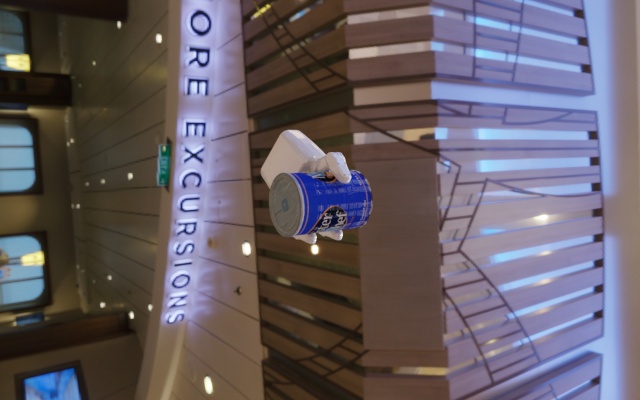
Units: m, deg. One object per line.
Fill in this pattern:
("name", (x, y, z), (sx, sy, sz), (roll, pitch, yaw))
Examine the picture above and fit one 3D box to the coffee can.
("coffee can", (0.000, 0.003, 0.790), (0.140, 0.103, 0.103), (-5, 2, -33))
